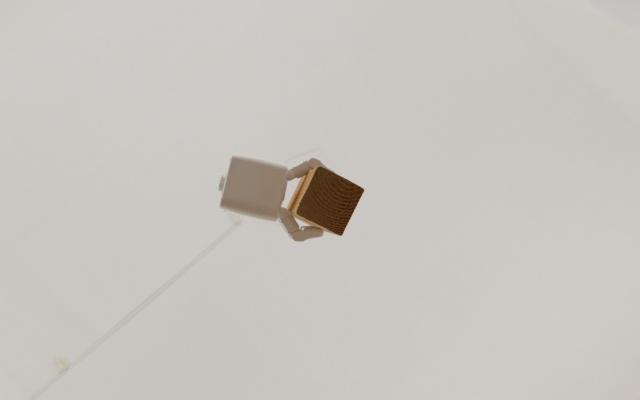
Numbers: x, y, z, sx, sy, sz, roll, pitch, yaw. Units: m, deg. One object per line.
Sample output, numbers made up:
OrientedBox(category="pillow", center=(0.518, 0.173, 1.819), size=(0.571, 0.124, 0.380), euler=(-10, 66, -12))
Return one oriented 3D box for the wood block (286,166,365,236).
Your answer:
OrientedBox(category="wood block", center=(0.000, 0.002, 0.882), size=(0.090, 0.091, 0.206), euler=(26, -5, -8))
